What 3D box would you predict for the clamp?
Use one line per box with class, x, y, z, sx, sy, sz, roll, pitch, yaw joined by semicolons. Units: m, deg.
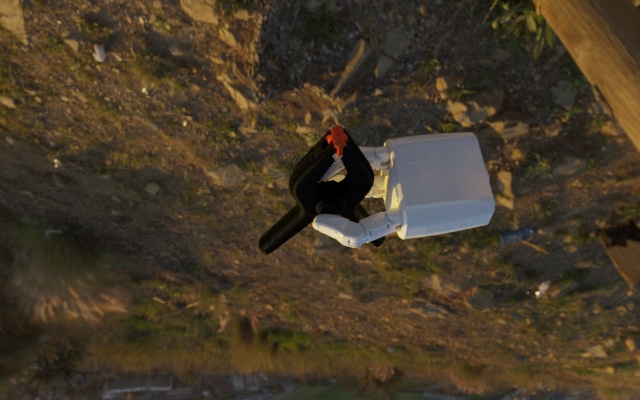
clamp;0.000;0.002;0.552;0.164;0.036;0.210;-8;-37;-4
